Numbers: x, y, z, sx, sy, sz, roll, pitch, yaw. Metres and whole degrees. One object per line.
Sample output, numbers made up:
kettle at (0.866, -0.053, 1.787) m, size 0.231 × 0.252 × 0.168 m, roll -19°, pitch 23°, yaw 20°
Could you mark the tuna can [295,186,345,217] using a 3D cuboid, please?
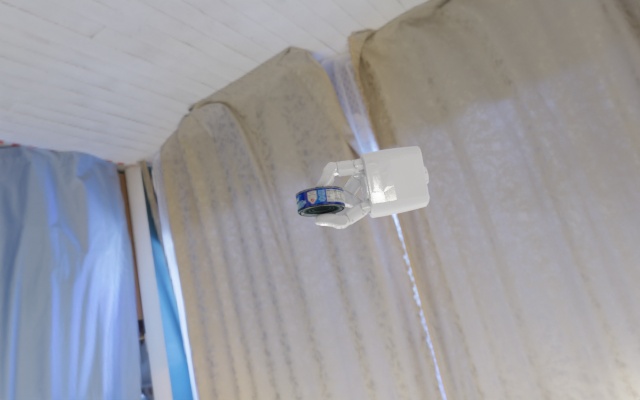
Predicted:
tuna can at (0.000, 0.003, 0.838) m, size 0.086 × 0.033 × 0.086 m, roll -7°, pitch -14°, yaw -2°
